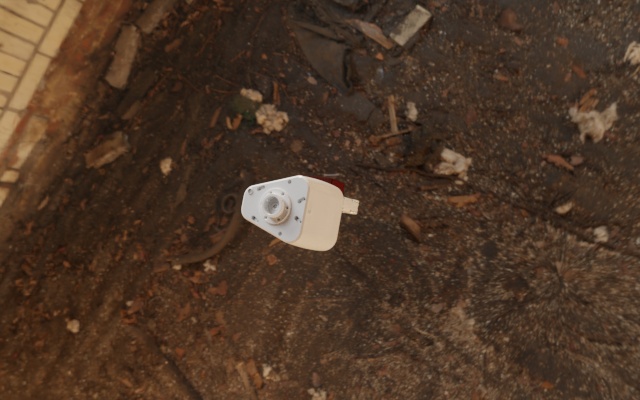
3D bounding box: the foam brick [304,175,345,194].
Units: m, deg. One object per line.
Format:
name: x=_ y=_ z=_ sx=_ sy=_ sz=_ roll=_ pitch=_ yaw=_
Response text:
foam brick: x=0.000 y=0.002 z=0.764 sx=0.053 sy=0.078 sz=0.051 roll=7 pitch=-5 yaw=28
